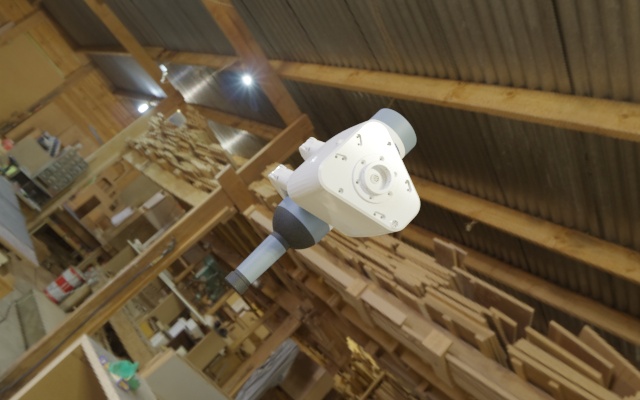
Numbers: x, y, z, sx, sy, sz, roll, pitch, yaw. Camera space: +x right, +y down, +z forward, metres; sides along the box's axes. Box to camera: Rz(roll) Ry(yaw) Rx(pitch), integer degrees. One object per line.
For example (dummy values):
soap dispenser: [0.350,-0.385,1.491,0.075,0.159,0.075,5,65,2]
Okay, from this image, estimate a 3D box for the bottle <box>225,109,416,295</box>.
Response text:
bottle: [0.000,0.002,0.591,0.295,0.069,0.069,-44,16,-17]
